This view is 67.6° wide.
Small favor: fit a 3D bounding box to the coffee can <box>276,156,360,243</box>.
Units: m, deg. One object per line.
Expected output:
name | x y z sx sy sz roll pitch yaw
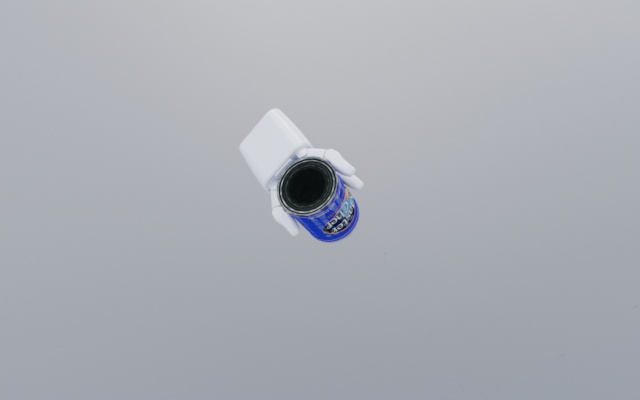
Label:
coffee can | 0.000 0.003 0.805 0.103 0.102 0.140 0 -22 20
